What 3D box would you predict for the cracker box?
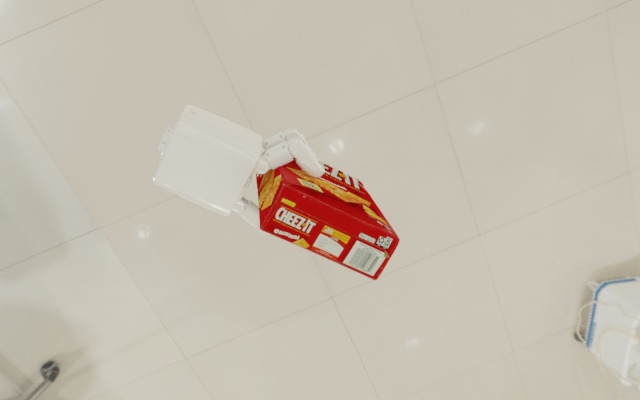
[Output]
[{"bbox_3d":[0.000,0.002,0.653,0.164,0.072,0.213,25,16,-17],"label":"cracker box"}]
